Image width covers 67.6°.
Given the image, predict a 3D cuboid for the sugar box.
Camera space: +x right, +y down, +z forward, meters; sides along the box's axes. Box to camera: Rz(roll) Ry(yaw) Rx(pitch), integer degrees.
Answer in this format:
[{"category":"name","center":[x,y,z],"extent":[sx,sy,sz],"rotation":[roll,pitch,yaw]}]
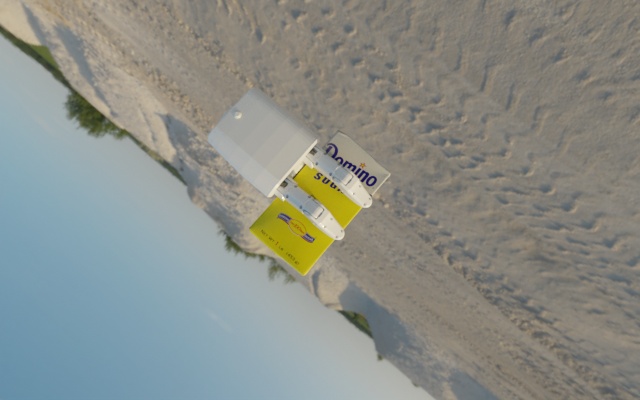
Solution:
[{"category":"sugar box","center":[0.000,0.002,0.620],"extent":[0.093,0.176,0.048],"rotation":[40,-9,0]}]
